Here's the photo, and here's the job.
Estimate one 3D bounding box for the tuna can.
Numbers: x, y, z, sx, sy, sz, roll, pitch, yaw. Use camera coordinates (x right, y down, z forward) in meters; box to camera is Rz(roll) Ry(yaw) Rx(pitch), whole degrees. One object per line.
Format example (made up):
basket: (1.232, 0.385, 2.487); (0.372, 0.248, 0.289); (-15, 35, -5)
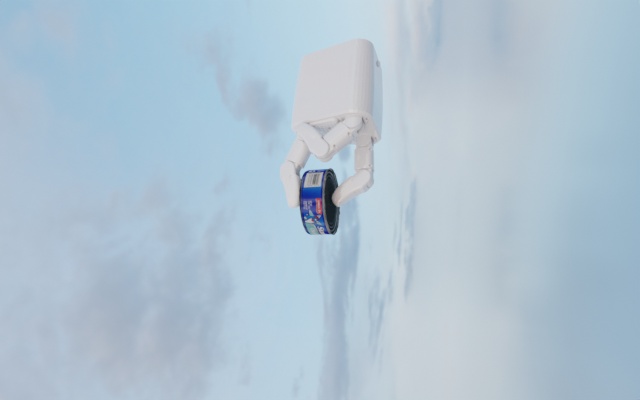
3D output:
tuna can: (0.000, 0.002, 0.614); (0.034, 0.086, 0.086); (-3, -1, 14)
